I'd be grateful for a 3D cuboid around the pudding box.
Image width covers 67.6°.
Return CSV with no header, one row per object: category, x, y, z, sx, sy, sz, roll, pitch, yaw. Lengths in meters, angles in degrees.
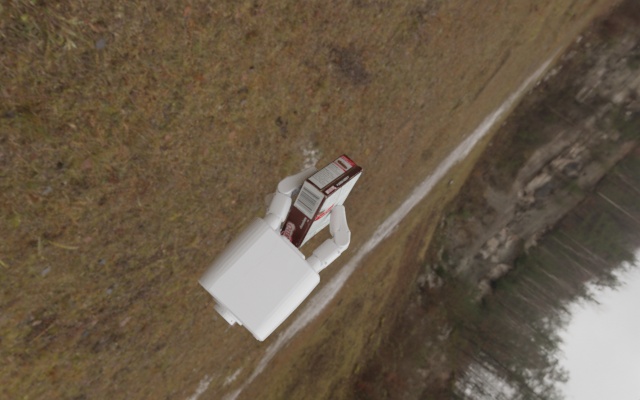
pudding box,0.000,0.002,0.639,0.090,0.039,0.114,-38,-15,-44
